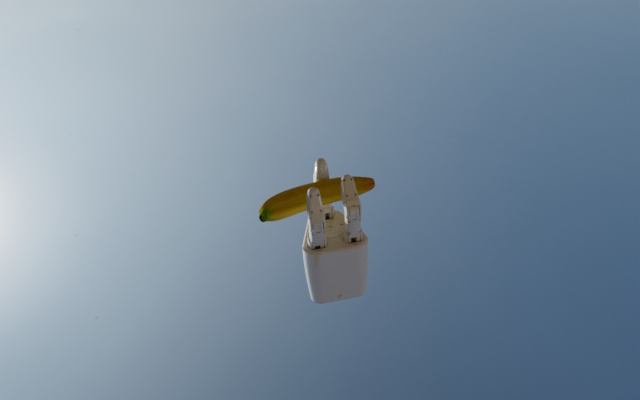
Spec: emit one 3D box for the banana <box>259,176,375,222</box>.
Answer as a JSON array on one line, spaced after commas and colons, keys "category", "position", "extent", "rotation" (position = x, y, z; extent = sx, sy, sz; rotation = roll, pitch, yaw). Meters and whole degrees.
[{"category": "banana", "position": [-0.013, -0.002, 0.704], "extent": [0.198, 0.037, 0.069], "rotation": [-19, 25, -29]}]
